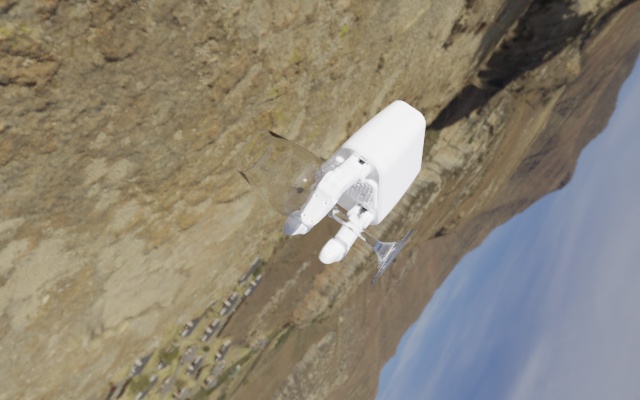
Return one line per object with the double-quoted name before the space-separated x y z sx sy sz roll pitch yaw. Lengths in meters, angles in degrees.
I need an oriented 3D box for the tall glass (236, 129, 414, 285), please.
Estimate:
"tall glass" 0.001 0.002 0.530 0.201 0.079 0.079 37 9 13
